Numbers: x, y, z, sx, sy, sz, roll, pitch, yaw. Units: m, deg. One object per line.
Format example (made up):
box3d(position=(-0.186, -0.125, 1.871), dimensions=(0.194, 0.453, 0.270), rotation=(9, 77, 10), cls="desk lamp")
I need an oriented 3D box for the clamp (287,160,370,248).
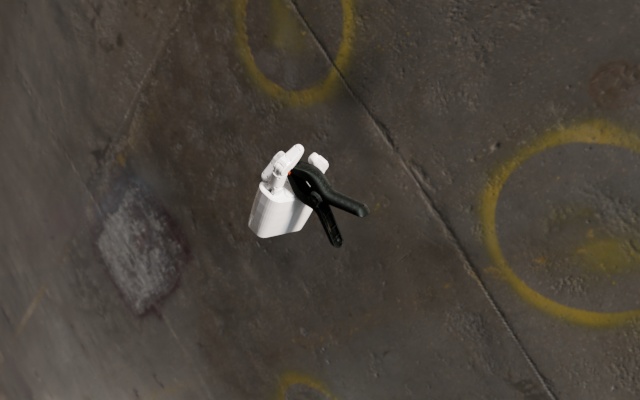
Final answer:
box3d(position=(0.000, 0.003, 0.818), dimensions=(0.171, 0.120, 0.039), rotation=(42, 43, 19), cls="clamp")
